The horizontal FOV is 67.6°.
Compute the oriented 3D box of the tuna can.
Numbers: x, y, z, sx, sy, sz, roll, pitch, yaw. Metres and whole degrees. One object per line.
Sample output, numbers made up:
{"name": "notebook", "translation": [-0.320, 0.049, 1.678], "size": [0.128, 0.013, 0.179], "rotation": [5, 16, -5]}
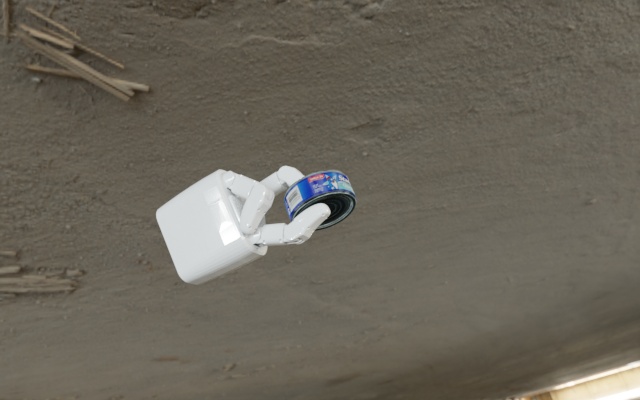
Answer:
{"name": "tuna can", "translation": [0.000, 0.002, 0.584], "size": [0.086, 0.033, 0.086], "rotation": [-16, -30, -10]}
